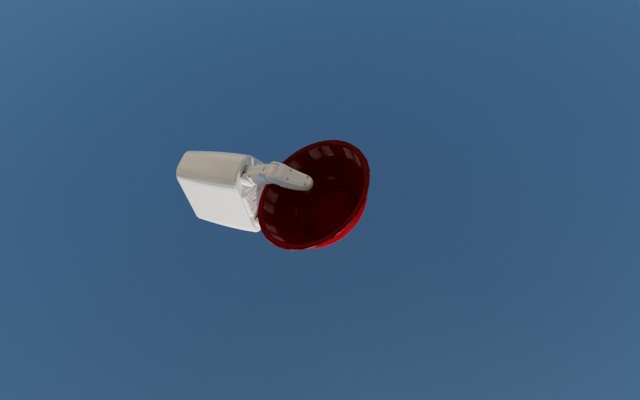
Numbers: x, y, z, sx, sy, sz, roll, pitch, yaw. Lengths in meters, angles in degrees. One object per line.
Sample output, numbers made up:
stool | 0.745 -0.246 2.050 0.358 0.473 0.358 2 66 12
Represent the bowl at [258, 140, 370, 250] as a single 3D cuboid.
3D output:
bowl | 0.001 0.003 0.616 0.162 0.162 0.055 0 -31 34
